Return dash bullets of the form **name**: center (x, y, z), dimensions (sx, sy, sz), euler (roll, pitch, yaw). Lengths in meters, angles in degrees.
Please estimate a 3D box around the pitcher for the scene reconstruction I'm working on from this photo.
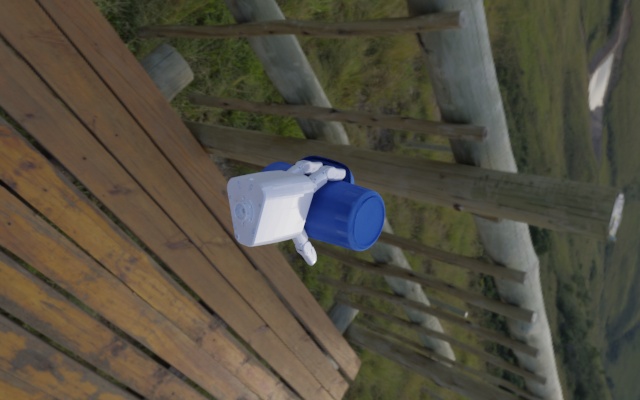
- **pitcher**: center (0.000, 0.003, 0.892), dimensions (0.243, 0.149, 0.145), euler (16, 16, 39)
